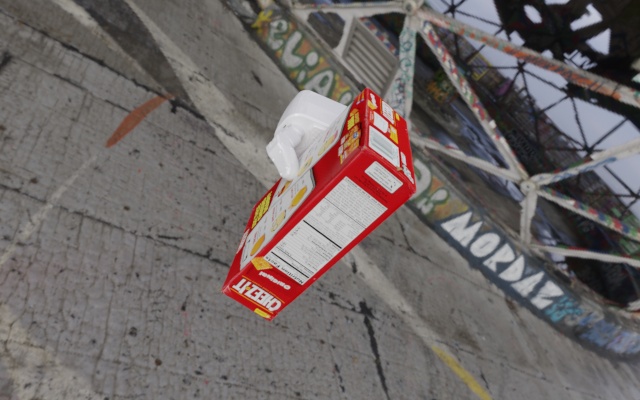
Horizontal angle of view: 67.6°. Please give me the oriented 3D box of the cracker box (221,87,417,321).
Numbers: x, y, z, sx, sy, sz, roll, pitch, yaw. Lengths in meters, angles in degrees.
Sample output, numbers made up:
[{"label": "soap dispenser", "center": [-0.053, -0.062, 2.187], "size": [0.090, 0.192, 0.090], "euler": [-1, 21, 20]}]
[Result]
[{"label": "cracker box", "center": [0.000, 0.001, 0.502], "size": [0.072, 0.214, 0.164], "euler": [37, 27, -15]}]
